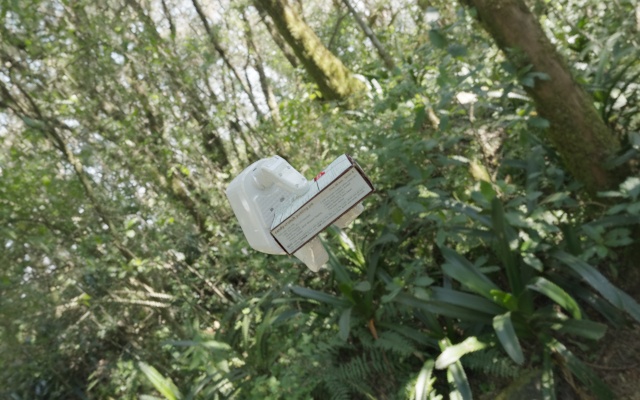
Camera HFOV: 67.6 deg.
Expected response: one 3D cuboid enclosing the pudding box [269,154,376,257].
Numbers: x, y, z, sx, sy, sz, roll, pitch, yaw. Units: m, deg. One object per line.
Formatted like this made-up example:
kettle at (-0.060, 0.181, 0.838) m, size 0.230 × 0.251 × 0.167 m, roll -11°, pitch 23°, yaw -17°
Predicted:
pudding box at (0.000, 0.002, 0.511) m, size 0.113 × 0.039 × 0.090 m, roll -40°, pitch 11°, yaw 7°
